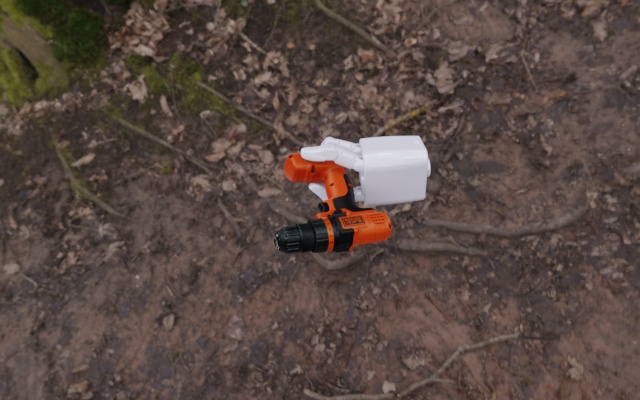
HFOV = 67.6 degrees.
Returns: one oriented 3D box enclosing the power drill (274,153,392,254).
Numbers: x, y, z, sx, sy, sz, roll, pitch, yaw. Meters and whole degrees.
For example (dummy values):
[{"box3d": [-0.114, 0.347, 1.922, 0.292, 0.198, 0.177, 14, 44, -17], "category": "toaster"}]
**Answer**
[{"box3d": [0.000, 0.002, 0.762, 0.184, 0.187, 0.057, -5, -41, -20], "category": "power drill"}]
